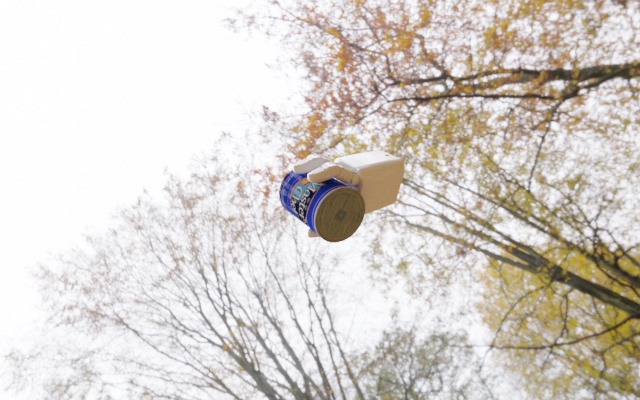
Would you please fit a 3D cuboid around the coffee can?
[{"bbox_3d":[0.000,0.003,0.875,0.103,0.103,0.140,0,20,-33],"label":"coffee can"}]
